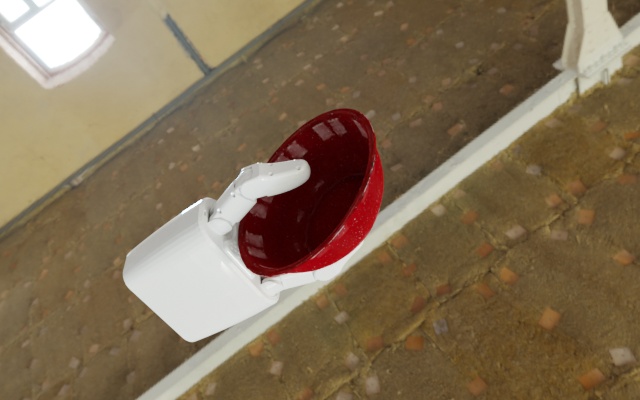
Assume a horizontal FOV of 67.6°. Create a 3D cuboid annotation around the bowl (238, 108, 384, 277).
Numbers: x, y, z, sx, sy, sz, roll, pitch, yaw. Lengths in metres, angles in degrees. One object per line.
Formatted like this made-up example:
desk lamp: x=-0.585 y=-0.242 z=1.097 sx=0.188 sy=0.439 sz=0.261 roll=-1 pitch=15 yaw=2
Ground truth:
bowl: x=0.001 y=0.001 z=0.416 sx=0.055 sy=0.162 sz=0.162 roll=35 pitch=-21 yaw=-33
